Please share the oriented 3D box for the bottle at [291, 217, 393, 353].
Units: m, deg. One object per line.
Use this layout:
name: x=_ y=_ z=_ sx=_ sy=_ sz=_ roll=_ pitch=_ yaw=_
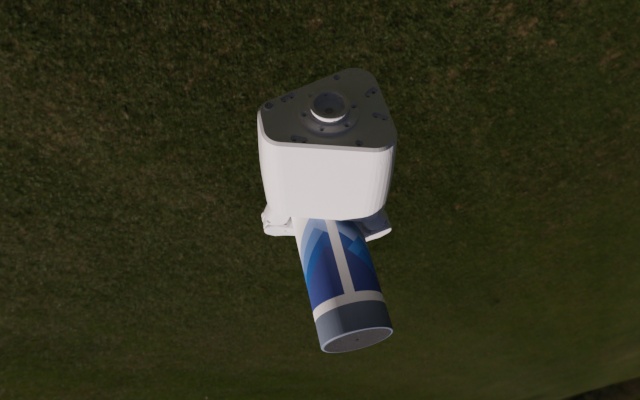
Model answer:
bottle: x=0.000 y=0.002 z=0.497 sx=0.069 sy=0.295 sz=0.069 roll=-11 pitch=-30 yaw=-7
